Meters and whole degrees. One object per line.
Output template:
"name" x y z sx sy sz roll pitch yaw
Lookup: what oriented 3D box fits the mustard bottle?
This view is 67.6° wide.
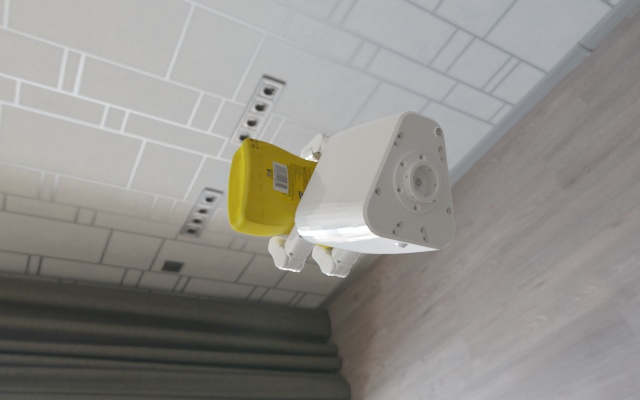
"mustard bottle" 0.000 0.002 0.509 0.191 0.096 0.058 14 -36 -28
